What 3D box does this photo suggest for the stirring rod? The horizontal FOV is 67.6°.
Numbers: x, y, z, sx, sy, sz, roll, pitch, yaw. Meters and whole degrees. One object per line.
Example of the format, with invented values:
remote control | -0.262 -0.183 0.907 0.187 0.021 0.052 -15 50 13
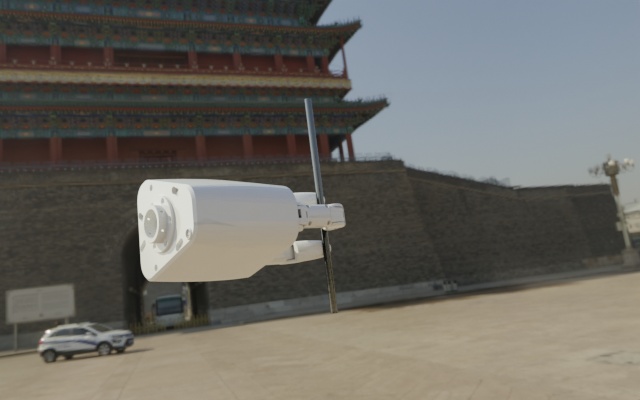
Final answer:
stirring rod | 0.000 0.002 0.526 0.011 0.239 0.011 -7 -10 -1
